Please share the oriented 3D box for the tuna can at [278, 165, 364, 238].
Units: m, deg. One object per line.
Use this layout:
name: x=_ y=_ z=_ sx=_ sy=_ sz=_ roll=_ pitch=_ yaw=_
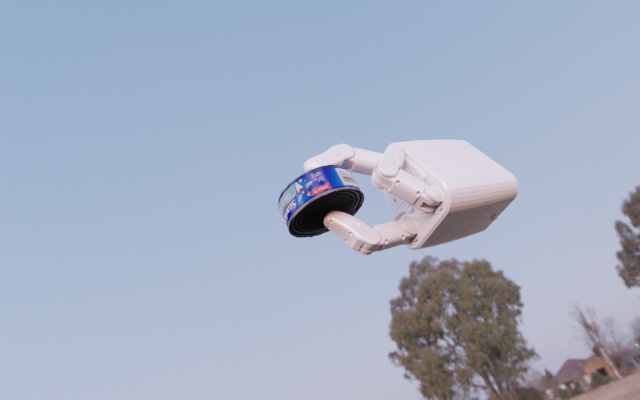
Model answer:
tuna can: x=0.000 y=0.001 z=0.497 sx=0.086 sy=0.033 sz=0.086 roll=-21 pitch=-27 yaw=-12
